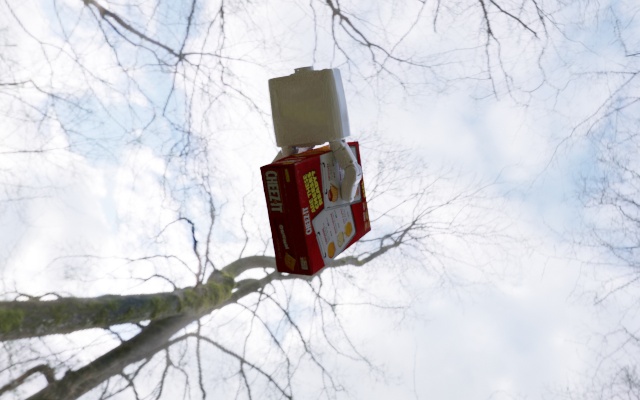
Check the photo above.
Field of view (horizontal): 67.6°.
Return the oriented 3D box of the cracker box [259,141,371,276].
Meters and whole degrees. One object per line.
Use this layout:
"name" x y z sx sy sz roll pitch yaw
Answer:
"cracker box" 0.000 0.002 0.760 0.072 0.164 0.213 -2 14 31
